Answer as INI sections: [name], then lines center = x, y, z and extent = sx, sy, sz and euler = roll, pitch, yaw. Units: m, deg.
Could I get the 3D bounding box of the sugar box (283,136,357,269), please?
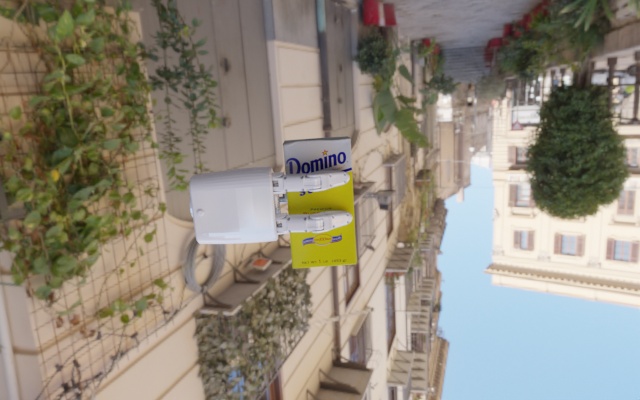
[sugar box]
center = 0.000, 0.002, 0.663
extent = 0.093, 0.176, 0.048
euler = -5, 13, -1
